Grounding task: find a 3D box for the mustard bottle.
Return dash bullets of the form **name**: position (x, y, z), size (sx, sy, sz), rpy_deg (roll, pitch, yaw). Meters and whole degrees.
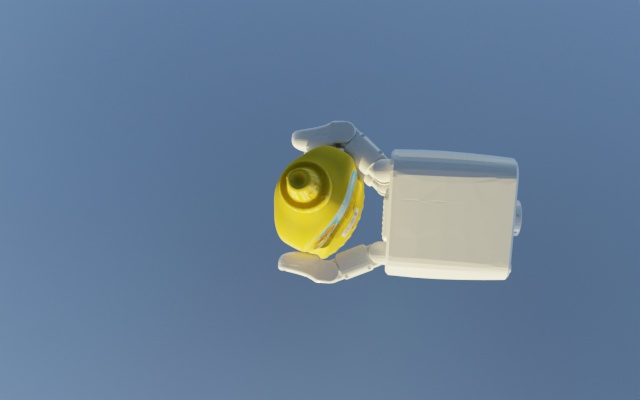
- **mustard bottle**: position (0.000, 0.001, 0.441), size (0.058, 0.096, 0.192), rpy_deg (29, -4, 13)
